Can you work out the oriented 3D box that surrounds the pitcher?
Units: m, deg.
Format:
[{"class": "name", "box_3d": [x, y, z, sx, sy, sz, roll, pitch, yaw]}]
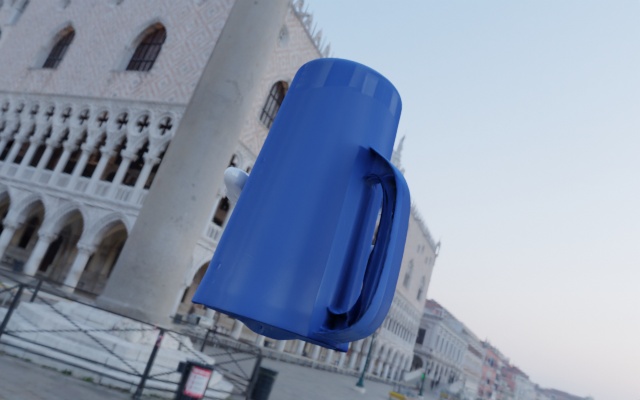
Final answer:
[{"class": "pitcher", "box_3d": [0.000, 0.001, 0.417, 0.149, 0.242, 0.145, 17, -17, 4]}]
